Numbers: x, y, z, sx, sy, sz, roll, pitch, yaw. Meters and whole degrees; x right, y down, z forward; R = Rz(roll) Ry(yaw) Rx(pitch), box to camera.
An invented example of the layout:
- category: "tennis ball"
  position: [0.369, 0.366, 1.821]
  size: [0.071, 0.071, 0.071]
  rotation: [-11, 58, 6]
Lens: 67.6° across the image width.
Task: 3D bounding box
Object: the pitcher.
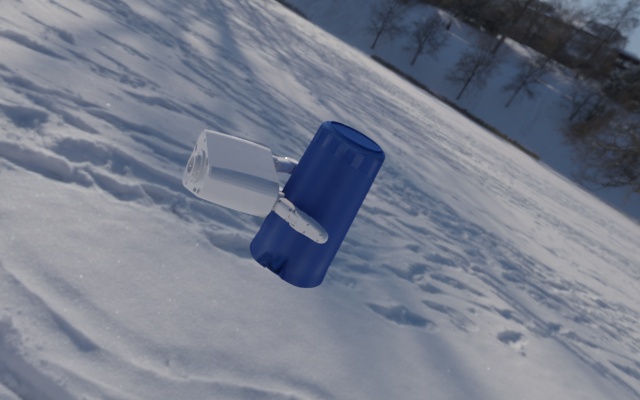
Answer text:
- category: "pitcher"
  position: [0.000, 0.002, 0.751]
  size: [0.145, 0.243, 0.149]
  rotation: [16, 23, -33]
